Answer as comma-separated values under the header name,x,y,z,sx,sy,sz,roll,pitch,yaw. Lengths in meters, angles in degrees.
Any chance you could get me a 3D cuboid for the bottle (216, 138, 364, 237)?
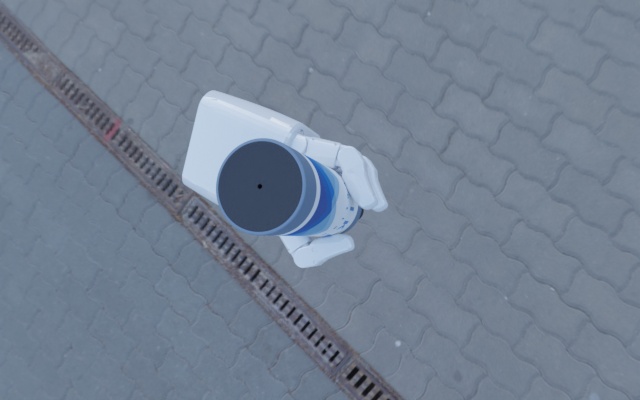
name,x,y,z,sx,sy,sz,roll,pitch,yaw
bottle,0.000,0.002,0.463,0.069,0.069,0.296,0,-4,16
